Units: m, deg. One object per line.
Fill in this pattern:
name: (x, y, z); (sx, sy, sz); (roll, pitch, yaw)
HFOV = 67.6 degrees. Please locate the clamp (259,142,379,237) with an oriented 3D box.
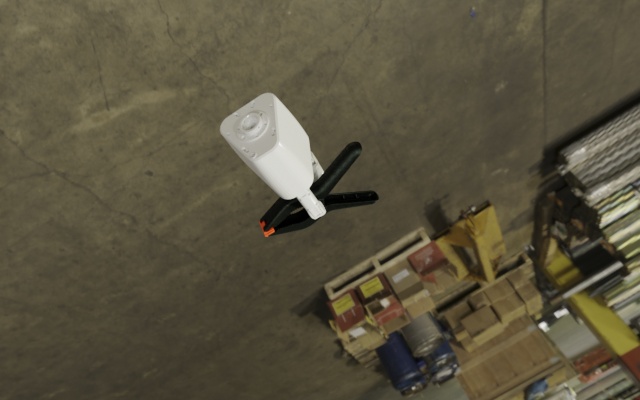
clamp: (0.000, 0.003, 0.794); (0.210, 0.036, 0.165); (-32, -36, 6)
